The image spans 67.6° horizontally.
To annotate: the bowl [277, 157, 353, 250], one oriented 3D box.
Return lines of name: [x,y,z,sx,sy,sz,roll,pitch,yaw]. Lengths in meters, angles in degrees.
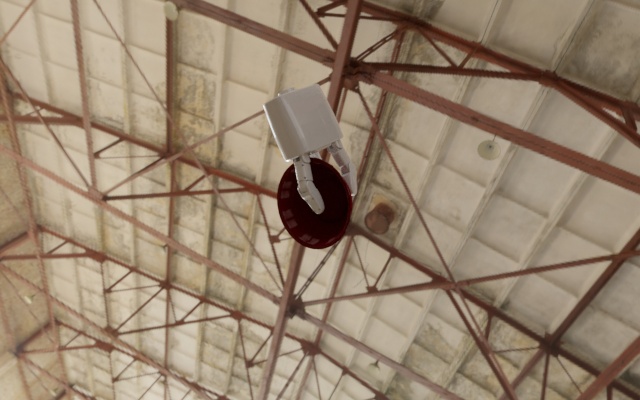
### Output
bowl: [0.001,0.004,0.848,0.162,0.162,0.055,0,7,37]
